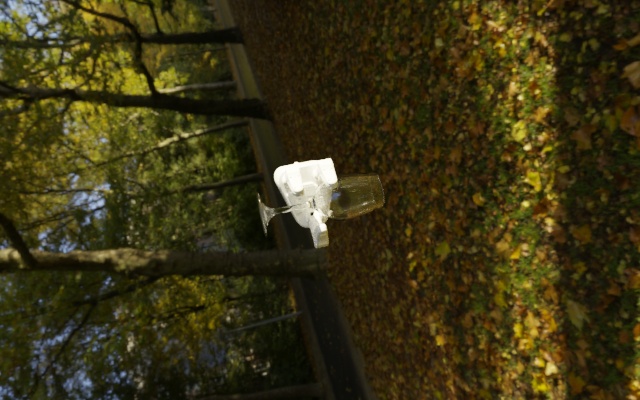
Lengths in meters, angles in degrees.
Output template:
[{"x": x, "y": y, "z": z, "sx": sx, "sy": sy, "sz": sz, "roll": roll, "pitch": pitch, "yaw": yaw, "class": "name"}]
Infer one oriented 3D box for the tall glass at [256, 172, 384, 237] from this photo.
[{"x": -0.001, "y": 0.003, "z": 0.788, "sx": 0.201, "sy": 0.079, "sz": 0.079, "roll": -12, "pitch": 2, "yaw": -9, "class": "tall glass"}]
